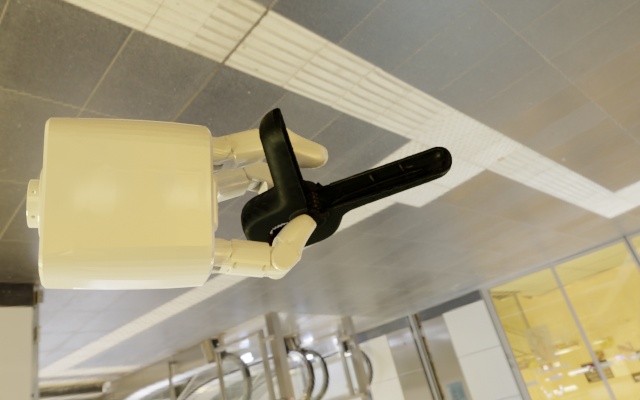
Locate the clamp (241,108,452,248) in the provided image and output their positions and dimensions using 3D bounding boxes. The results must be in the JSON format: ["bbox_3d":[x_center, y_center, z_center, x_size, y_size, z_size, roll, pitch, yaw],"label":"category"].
[{"bbox_3d":[0.000,0.002,0.416,0.164,0.036,0.210,5,-31,-24],"label":"clamp"}]
